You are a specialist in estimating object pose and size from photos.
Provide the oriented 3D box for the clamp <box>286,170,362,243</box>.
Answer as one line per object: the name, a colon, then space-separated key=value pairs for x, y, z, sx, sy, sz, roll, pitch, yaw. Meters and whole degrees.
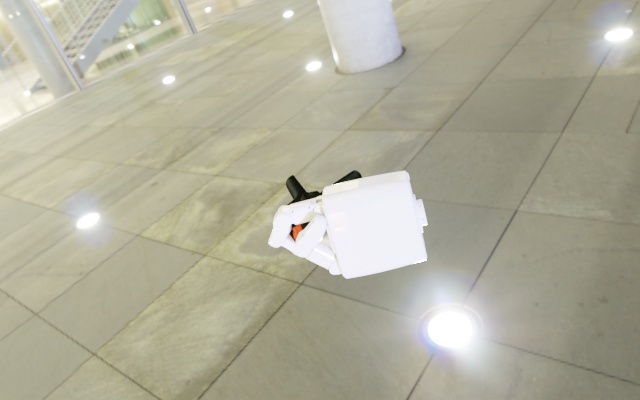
clamp: x=0.000 y=0.002 z=0.682 sx=0.120 sy=0.039 sz=0.171 roll=-13 pitch=30 yaw=12
